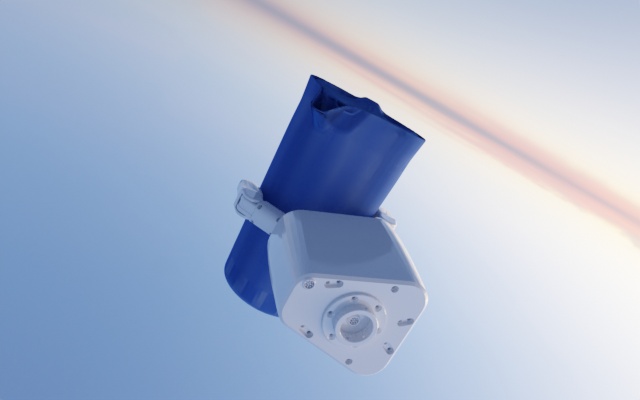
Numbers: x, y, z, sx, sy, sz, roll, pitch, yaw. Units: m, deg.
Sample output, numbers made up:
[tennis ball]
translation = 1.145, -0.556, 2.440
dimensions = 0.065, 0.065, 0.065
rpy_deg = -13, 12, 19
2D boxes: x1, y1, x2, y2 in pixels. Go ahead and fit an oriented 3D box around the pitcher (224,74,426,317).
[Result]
[pitcher]
translation = 0.000, 0.002, 0.519
dimensions = 0.149, 0.243, 0.145
rpy_deg = 24, 17, -19
